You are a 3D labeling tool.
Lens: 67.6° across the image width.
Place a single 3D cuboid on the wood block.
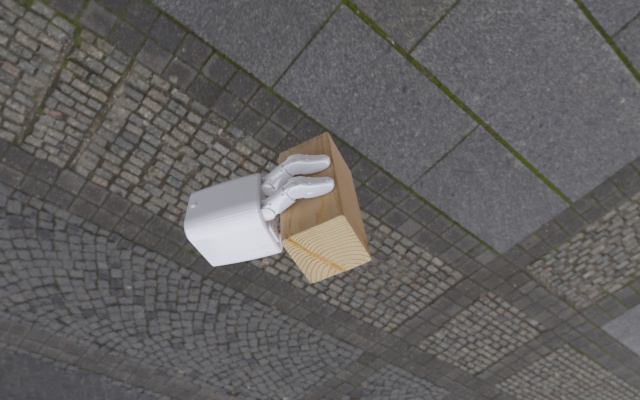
[{"bbox_3d":[0.000,0.003,0.683,0.090,0.091,0.206,-24,36,12],"label":"wood block"}]
